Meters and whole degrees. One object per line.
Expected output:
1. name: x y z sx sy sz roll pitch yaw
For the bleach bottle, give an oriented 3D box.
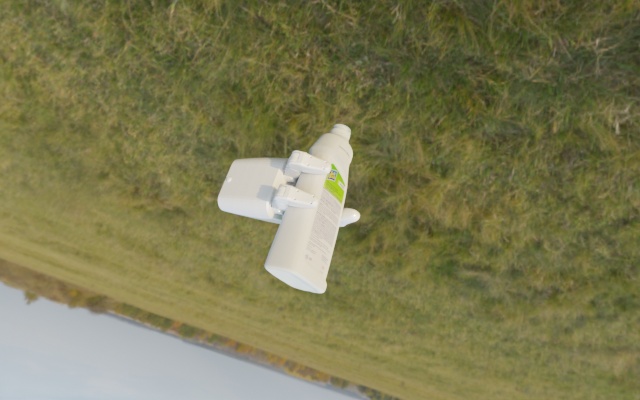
1. bleach bottle: 0.000 0.002 0.713 0.068 0.250 0.103 5 -25 32
